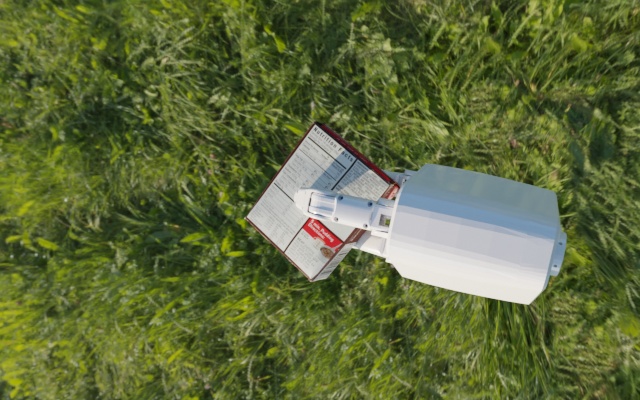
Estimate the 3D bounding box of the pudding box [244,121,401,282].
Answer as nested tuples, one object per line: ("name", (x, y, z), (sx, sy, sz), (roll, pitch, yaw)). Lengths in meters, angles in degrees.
("pudding box", (0.000, 0.001, 0.422), (0.090, 0.113, 0.039), (42, 12, 17))
